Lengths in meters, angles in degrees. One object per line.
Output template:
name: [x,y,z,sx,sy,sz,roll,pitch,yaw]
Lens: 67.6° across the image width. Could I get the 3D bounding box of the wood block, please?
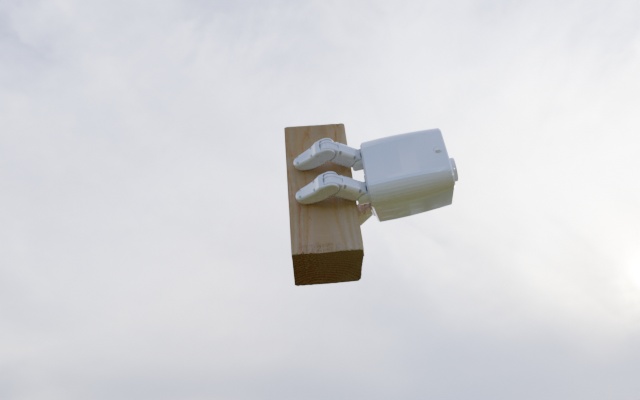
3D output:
wood block: [0.000,0.002,0.656,0.090,0.206,0.091,-4,-35,-2]
